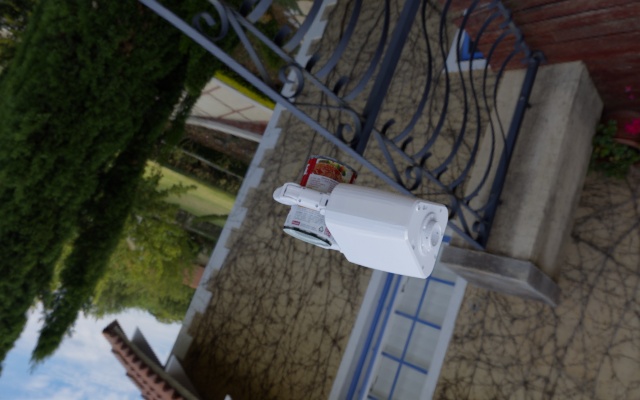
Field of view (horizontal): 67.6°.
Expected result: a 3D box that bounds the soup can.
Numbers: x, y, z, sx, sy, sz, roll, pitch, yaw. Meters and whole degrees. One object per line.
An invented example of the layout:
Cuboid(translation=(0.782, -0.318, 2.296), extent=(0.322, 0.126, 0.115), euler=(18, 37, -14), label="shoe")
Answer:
Cuboid(translation=(0.000, 0.002, 0.619), extent=(0.068, 0.102, 0.068), euler=(19, -12, 4), label="soup can")
